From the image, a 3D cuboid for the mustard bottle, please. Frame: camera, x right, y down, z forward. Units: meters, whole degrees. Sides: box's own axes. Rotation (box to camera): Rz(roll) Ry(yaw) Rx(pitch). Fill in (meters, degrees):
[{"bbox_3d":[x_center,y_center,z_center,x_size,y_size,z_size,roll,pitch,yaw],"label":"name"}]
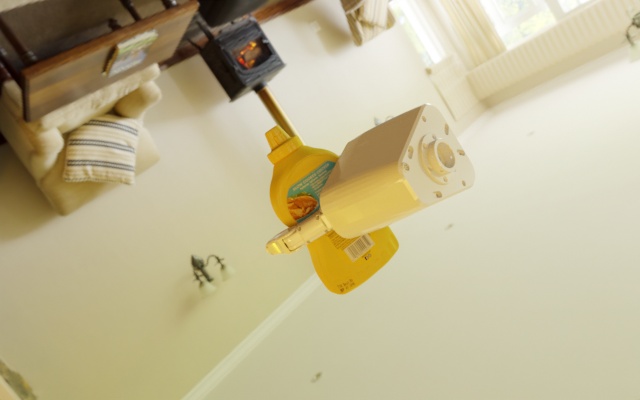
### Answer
[{"bbox_3d":[0.000,0.002,0.526,0.096,0.191,0.058,-37,9,-17],"label":"mustard bottle"}]
